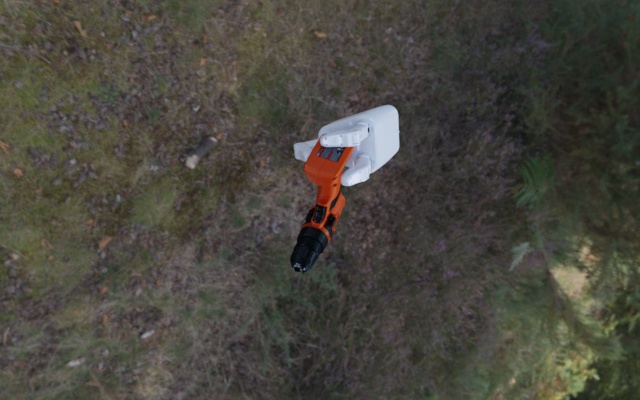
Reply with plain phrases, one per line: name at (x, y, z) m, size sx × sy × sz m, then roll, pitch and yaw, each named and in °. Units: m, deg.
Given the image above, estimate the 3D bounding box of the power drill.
power drill at (0.000, 0.002, 0.767) m, size 0.057 × 0.188 × 0.184 m, roll 18°, pitch 46°, yaw 8°
